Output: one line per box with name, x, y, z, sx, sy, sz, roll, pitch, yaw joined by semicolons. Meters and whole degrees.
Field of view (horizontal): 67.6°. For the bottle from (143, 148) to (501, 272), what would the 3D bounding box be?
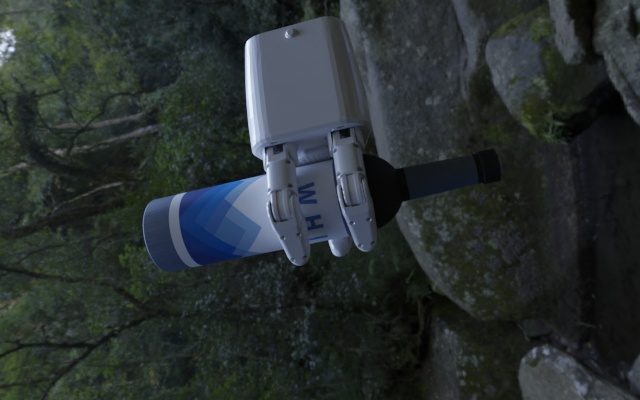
bottle;0.000;0.001;0.409;0.296;0.069;0.069;-12;-2;9
